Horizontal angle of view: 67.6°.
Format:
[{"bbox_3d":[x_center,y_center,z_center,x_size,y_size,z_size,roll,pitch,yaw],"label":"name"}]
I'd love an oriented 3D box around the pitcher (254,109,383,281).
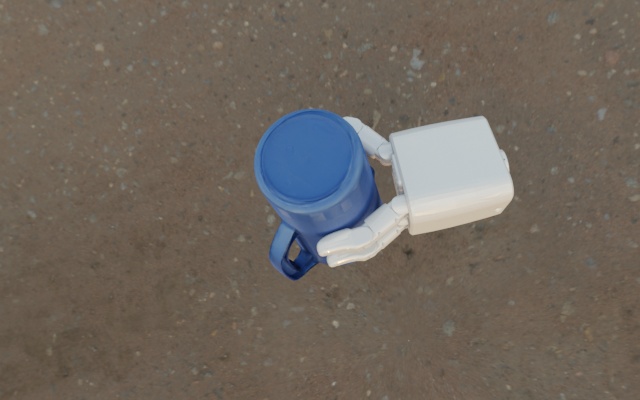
[{"bbox_3d":[0.000,0.002,0.559,0.145,0.149,0.243,-10,-18,7],"label":"pitcher"}]
